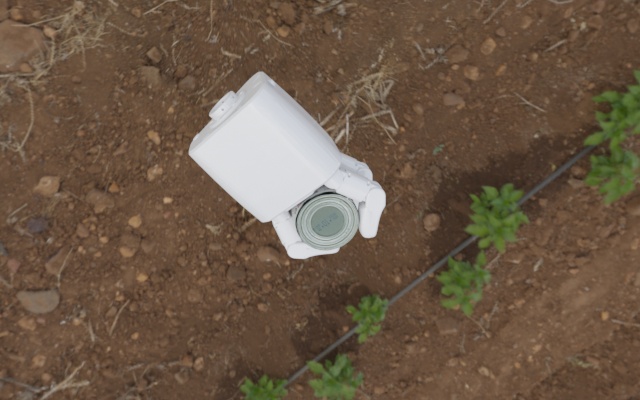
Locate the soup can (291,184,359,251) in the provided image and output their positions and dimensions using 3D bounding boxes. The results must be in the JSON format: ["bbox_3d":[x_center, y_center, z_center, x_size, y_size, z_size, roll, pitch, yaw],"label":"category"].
[{"bbox_3d":[0.000,0.002,0.529,0.068,0.068,0.102,0,24,-10],"label":"soup can"}]
